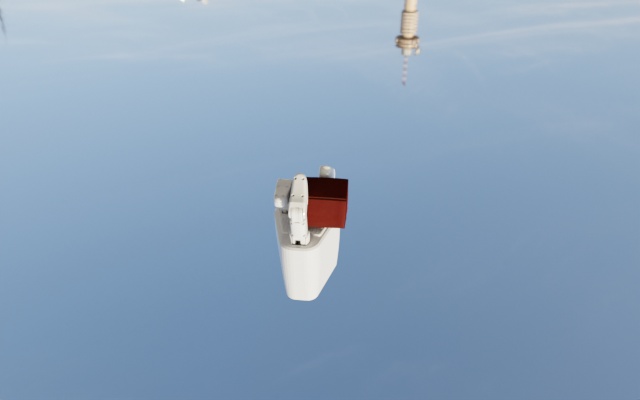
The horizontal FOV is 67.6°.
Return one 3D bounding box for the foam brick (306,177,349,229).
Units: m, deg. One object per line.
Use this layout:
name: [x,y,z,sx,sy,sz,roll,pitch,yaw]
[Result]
foam brick: [0.000,0.002,0.671,0.078,0.051,0.053,3,36,6]
